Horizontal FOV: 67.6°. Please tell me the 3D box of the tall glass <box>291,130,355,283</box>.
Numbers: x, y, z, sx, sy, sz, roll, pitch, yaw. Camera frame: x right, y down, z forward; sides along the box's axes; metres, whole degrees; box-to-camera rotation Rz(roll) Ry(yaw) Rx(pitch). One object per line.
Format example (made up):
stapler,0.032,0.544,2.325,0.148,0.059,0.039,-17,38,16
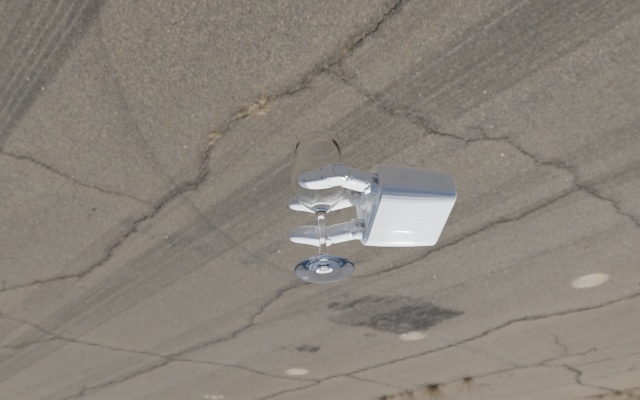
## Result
tall glass,0.000,0.003,0.636,0.079,0.201,0.079,-3,-33,-2
